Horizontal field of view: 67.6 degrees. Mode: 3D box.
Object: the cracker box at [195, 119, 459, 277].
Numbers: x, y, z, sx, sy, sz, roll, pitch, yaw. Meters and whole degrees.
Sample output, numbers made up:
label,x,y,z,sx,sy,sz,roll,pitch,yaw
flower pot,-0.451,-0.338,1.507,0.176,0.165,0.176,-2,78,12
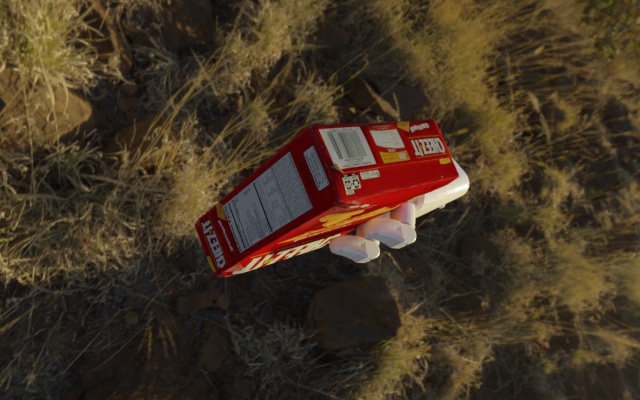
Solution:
label,x,y,z,sx,sy,sz,roll,pitch,yaw
cracker box,0.000,0.001,0.471,0.164,0.072,0.214,-11,-15,-42
